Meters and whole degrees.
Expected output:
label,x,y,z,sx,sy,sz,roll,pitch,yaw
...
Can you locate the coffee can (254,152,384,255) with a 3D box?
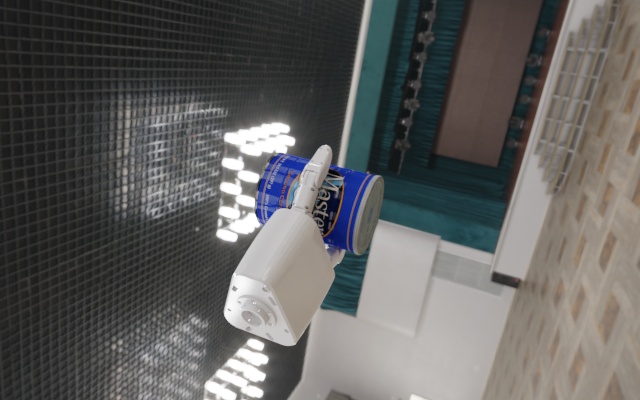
label,x,y,z,sx,sy,sz,roll,pitch,yaw
coffee can,0.000,0.002,0.619,0.140,0.103,0.103,15,5,17
